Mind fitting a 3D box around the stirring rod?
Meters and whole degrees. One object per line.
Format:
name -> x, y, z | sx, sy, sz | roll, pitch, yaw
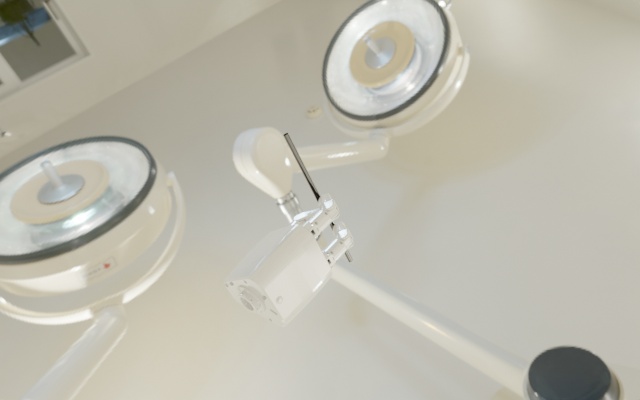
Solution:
stirring rod -> 0.000, 0.002, 0.729 | 0.011, 0.240, 0.011 | -22, 27, 11
